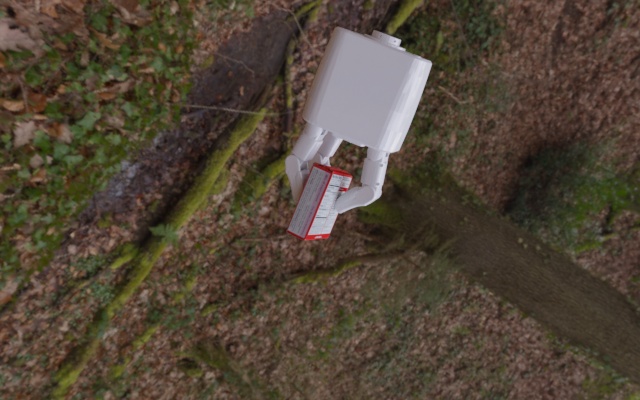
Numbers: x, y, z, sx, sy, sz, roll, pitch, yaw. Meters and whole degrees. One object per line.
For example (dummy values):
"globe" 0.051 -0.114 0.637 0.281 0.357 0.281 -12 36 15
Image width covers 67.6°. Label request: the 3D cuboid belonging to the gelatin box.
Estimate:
"gelatin box" 0.000 0.002 0.575 0.030 0.089 0.073 24 7 21
